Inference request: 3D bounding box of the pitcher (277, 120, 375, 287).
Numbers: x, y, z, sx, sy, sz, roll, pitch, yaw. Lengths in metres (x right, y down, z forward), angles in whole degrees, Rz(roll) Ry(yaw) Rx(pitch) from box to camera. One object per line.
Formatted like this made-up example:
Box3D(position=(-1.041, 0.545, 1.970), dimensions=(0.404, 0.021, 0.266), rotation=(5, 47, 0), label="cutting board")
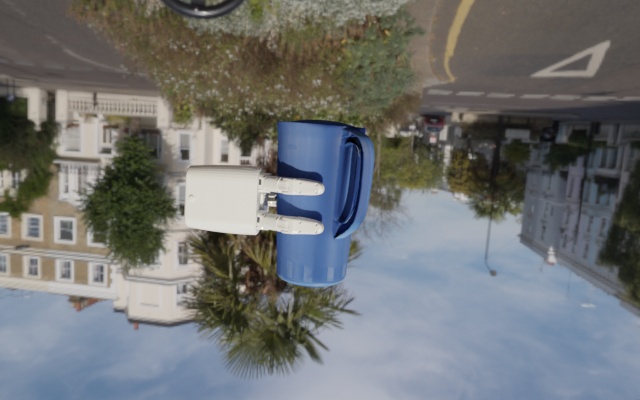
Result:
Box3D(position=(0.000, 0.002, 0.715), dimensions=(0.145, 0.243, 0.149), rotation=(4, 7, 4), label="pitcher")
